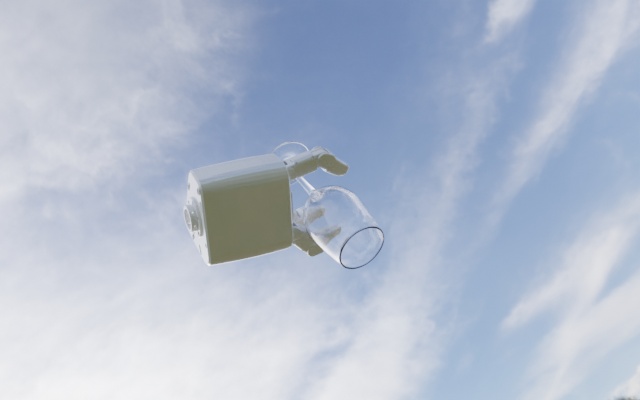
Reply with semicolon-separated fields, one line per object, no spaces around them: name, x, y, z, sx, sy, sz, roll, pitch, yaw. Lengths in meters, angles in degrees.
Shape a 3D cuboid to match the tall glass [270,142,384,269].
tall glass;0.000;0.002;0.617;0.079;0.079;0.201;0;32;-36
